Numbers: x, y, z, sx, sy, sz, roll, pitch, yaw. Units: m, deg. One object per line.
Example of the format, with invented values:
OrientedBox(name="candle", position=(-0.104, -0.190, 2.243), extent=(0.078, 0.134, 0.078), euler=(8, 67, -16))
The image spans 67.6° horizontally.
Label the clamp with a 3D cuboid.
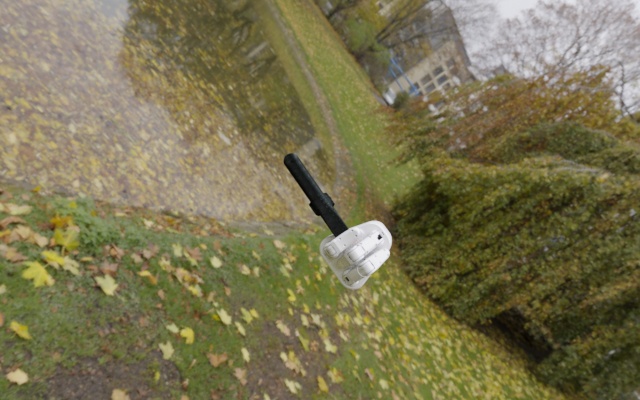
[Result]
OrientedBox(name="clamp", position=(0.001, 0.002, 0.784), extent=(0.039, 0.171, 0.120), euler=(-33, -6, 7))
